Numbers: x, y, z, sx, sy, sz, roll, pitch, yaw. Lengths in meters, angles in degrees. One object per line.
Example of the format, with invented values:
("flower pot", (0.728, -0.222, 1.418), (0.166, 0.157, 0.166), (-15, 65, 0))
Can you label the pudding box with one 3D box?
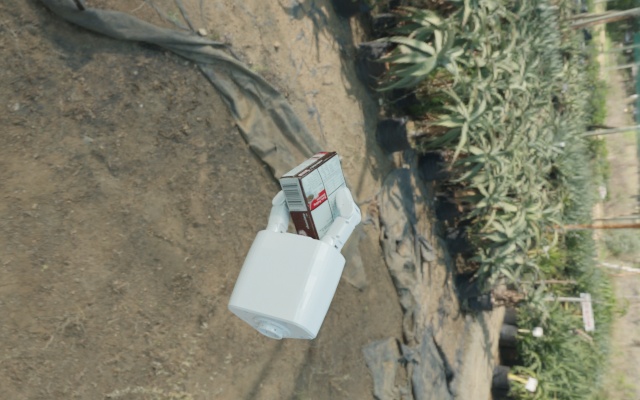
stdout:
("pudding box", (0.000, 0.002, 0.640), (0.039, 0.113, 0.090), (2, 27, 37))
